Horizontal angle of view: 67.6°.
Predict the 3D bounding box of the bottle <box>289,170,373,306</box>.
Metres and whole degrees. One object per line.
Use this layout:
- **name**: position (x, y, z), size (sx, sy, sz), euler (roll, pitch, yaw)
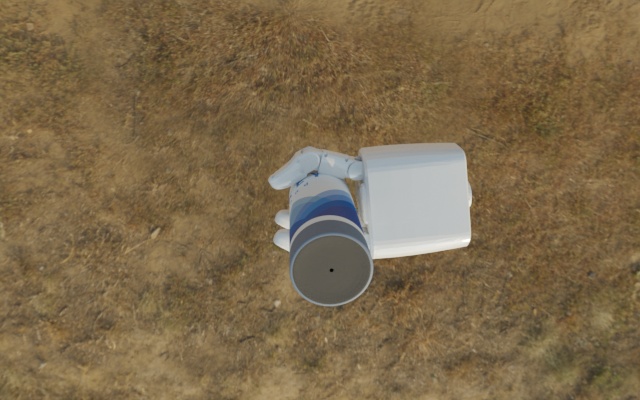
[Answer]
- **bottle**: position (0.000, 0.002, 0.510), size (0.069, 0.069, 0.295), euler (0, 21, -4)
